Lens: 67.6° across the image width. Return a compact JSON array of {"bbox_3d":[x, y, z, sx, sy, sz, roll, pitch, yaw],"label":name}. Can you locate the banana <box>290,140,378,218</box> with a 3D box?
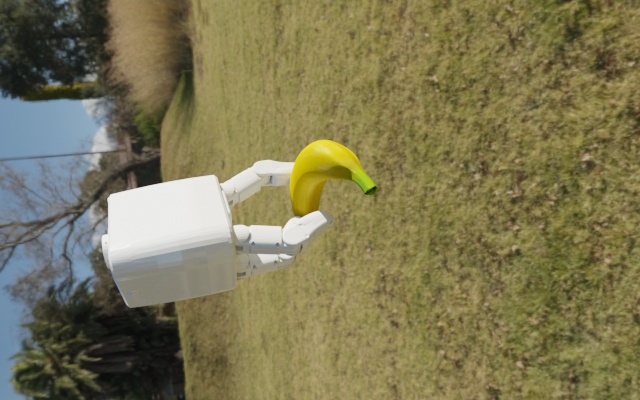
[{"bbox_3d":[-0.004,-0.017,0.478,0.037,0.069,0.198,-14,-7,-18],"label":"banana"}]
